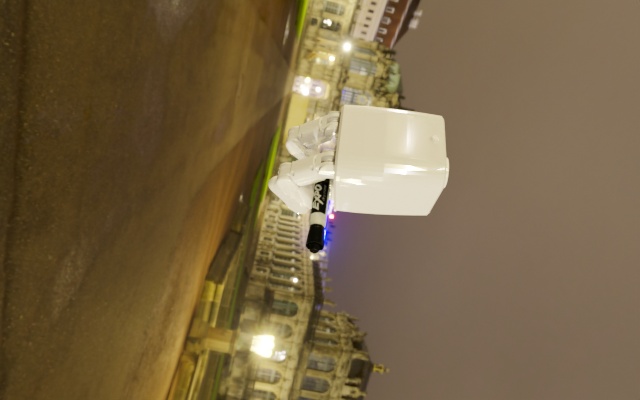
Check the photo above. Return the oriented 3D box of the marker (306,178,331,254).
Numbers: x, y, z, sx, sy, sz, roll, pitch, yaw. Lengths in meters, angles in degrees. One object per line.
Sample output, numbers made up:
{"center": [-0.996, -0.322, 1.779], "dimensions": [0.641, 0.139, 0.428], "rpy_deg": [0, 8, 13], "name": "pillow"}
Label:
{"center": [0.000, 0.002, 0.509], "dimensions": [0.020, 0.121, 0.020], "rpy_deg": [5, -35, 4], "name": "marker"}
